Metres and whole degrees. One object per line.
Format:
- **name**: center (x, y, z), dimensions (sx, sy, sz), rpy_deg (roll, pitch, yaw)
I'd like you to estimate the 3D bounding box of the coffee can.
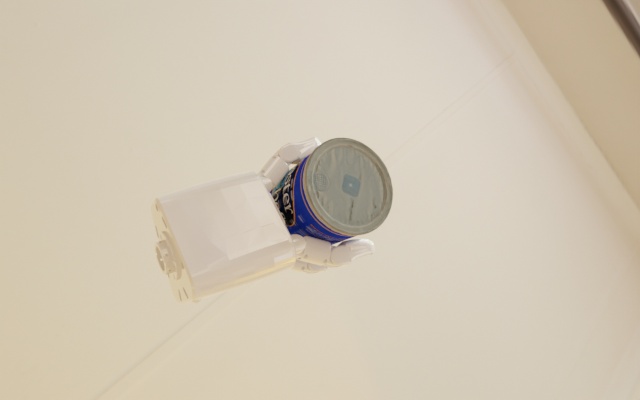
- **coffee can**: center (0.000, 0.002, 0.540), dimensions (0.103, 0.102, 0.140), rpy_deg (0, -15, -28)
